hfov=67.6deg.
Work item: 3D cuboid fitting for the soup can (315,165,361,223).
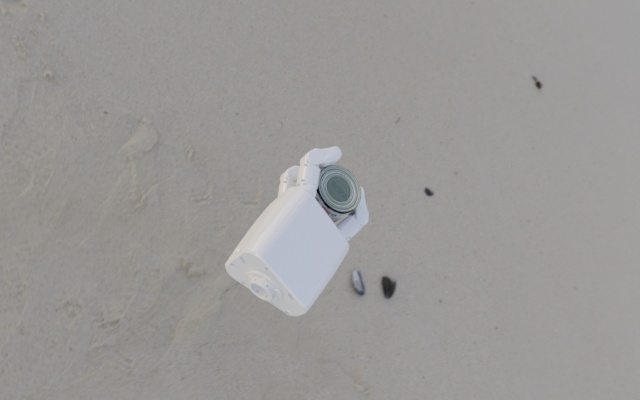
[{"bbox_3d":[0.001,0.002,0.644,0.068,0.068,0.102,0,-21,-31],"label":"soup can"}]
